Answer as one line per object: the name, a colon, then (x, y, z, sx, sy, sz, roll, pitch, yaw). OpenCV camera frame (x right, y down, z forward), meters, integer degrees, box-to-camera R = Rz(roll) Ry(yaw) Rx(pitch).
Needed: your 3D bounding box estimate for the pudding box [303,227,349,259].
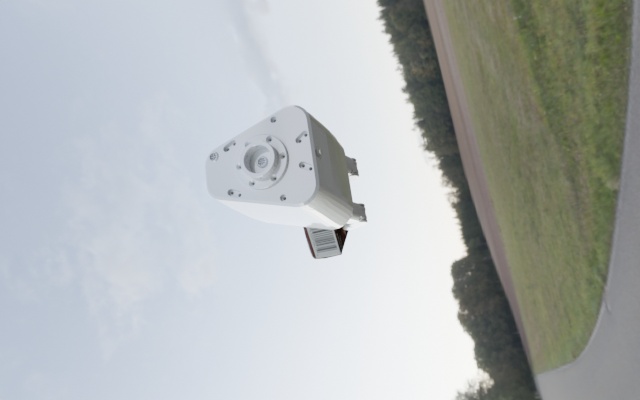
pudding box: (0.000, 0.002, 0.573, 0.039, 0.113, 0.090, -11, 14, 13)
